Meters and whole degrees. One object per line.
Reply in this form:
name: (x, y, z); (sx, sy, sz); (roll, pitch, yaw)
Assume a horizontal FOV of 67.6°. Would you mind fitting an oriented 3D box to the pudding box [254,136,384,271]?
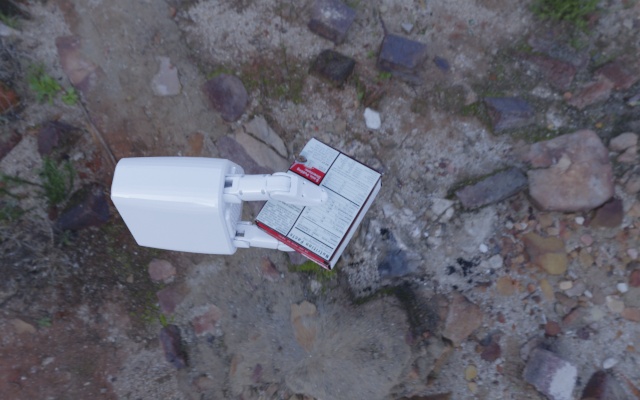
pudding box: (0.000, 0.002, 0.492); (0.090, 0.113, 0.039); (30, -14, 11)
